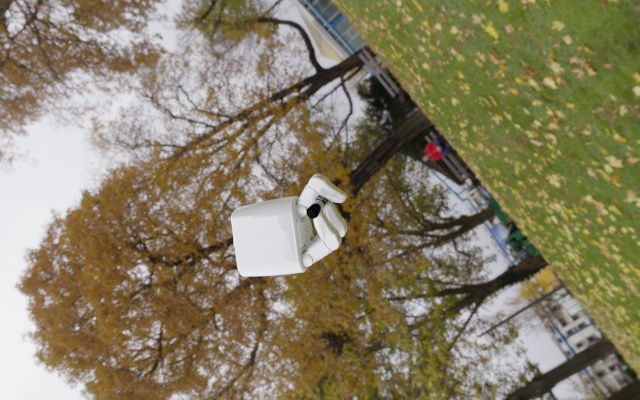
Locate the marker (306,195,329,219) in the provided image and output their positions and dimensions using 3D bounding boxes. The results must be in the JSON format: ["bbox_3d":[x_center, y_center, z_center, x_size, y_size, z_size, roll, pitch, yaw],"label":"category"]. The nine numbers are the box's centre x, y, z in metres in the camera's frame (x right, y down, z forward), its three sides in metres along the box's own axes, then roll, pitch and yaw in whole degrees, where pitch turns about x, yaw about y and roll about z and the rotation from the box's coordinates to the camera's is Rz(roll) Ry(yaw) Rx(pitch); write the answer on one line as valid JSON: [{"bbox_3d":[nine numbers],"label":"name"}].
[{"bbox_3d":[0.000,0.002,0.724,0.020,0.020,0.121,0,16,13],"label":"marker"}]
